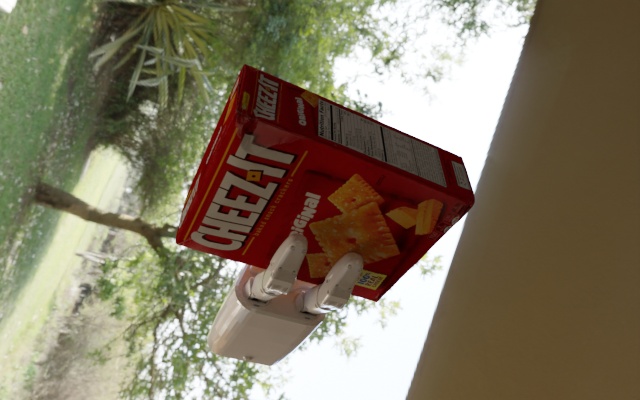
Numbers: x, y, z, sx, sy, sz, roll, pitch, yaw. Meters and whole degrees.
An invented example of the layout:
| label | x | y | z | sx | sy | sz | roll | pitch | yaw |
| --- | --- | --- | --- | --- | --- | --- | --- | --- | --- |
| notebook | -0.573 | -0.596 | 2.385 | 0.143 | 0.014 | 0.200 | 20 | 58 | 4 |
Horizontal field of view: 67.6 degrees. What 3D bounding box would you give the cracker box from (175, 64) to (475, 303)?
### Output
| label | x | y | z | sx | sy | sz | roll | pitch | yaw |
| --- | --- | --- | --- | --- | --- | --- | --- | --- | --- |
| cracker box | 0.000 | 0.001 | 0.428 | 0.214 | 0.072 | 0.164 | 19 | -49 | -19 |
